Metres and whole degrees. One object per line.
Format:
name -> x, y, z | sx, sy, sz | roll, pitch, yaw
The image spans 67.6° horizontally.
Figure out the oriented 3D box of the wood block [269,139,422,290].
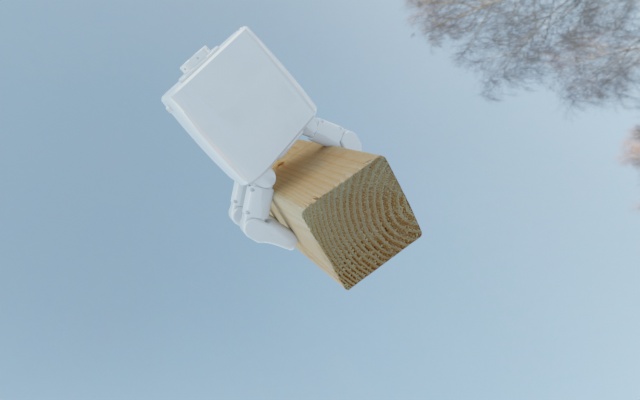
wood block -> 0.000, 0.001, 0.502 | 0.091, 0.090, 0.206 | -35, 22, -12
